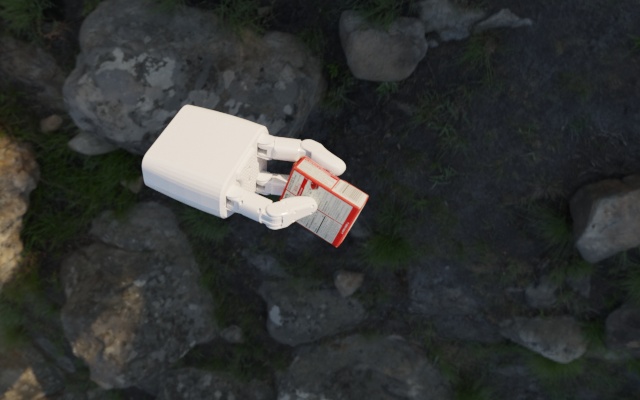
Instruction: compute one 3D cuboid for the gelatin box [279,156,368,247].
[{"bbox_3d":[0.000,0.002,0.546,0.089,0.073,0.030,32,44,6],"label":"gelatin box"}]
